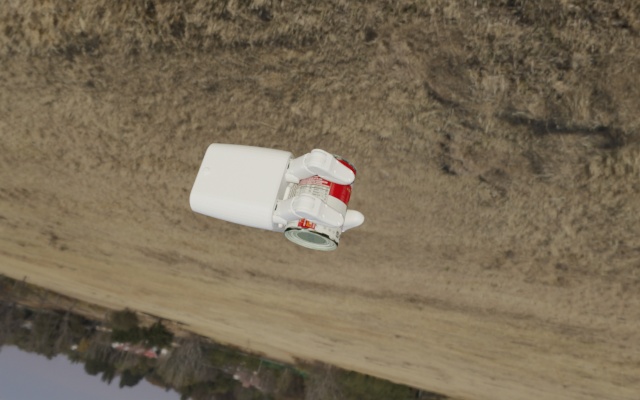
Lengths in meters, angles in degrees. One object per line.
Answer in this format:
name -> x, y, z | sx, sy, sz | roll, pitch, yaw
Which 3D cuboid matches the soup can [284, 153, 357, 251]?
soup can -> 0.001, 0.002, 0.581 | 0.068, 0.102, 0.068 | 13, -21, 5
